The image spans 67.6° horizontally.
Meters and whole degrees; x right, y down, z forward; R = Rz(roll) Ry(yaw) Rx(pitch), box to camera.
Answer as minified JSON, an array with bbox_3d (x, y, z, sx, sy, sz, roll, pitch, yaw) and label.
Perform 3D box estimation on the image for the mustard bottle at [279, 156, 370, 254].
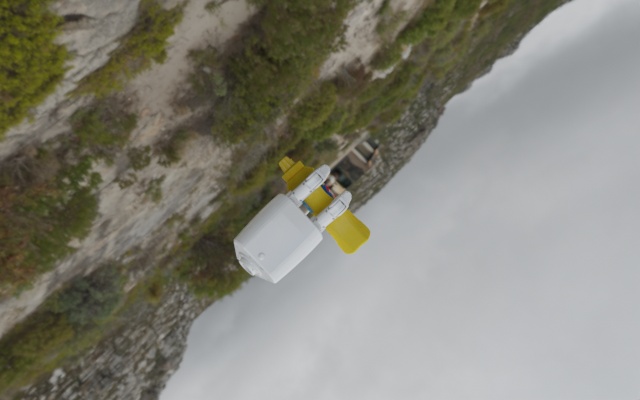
[{"bbox_3d":[0.001,0.003,0.802,0.058,0.191,0.096,-43,4,3],"label":"mustard bottle"}]
